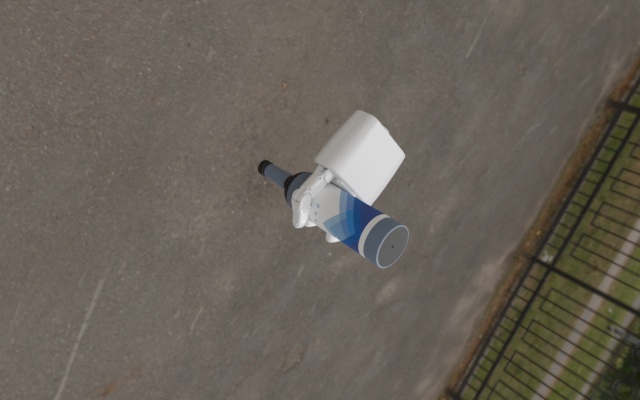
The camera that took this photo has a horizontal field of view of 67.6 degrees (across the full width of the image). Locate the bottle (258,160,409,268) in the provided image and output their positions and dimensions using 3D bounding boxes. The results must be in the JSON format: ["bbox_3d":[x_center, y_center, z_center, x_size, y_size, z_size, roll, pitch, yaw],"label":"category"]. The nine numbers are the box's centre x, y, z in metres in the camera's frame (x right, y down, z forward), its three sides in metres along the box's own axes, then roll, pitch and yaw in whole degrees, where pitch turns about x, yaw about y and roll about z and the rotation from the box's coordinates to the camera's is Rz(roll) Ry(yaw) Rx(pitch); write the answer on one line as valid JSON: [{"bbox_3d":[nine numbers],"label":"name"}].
[{"bbox_3d":[0.000,0.003,0.736,0.069,0.069,0.295,0,24,-47],"label":"bottle"}]
